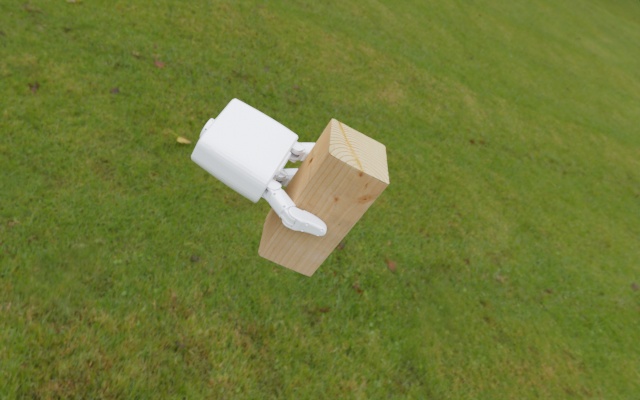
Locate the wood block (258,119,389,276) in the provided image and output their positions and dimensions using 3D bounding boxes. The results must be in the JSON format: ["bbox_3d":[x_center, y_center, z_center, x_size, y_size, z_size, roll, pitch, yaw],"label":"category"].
[{"bbox_3d":[0.000,0.002,0.678,0.090,0.206,0.090,25,36,-16],"label":"wood block"}]
